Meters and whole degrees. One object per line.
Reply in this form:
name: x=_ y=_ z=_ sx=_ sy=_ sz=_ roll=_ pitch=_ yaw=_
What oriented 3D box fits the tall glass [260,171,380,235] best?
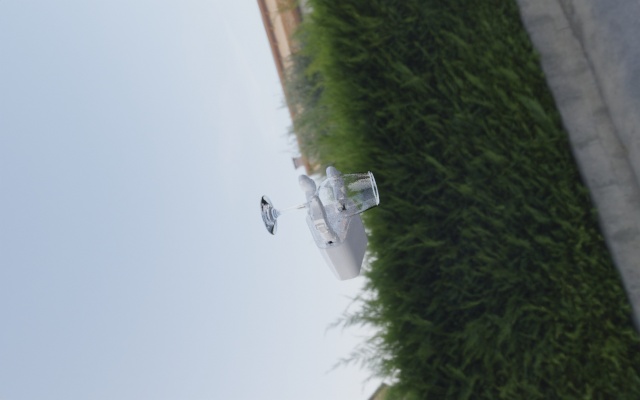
tall glass: x=-0.001 y=0.003 z=0.844 sx=0.201 sy=0.079 sz=0.079 roll=-14 pitch=-3 yaw=12
